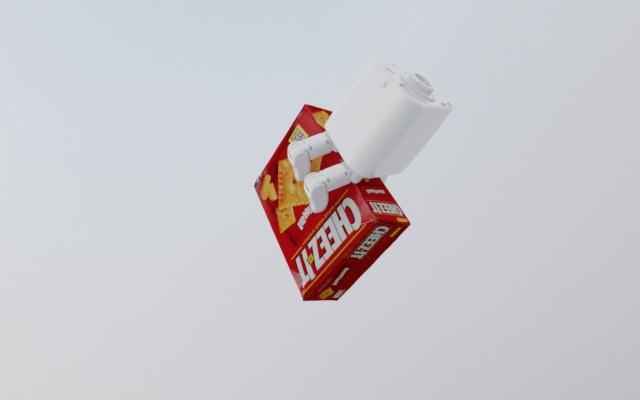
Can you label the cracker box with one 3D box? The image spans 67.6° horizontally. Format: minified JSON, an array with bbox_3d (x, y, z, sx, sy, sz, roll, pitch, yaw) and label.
[{"bbox_3d":[0.000,0.002,0.645,0.072,0.213,0.164,7,-47,-40],"label":"cracker box"}]
